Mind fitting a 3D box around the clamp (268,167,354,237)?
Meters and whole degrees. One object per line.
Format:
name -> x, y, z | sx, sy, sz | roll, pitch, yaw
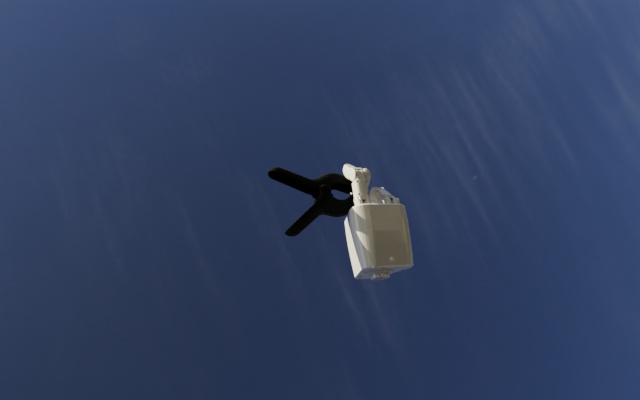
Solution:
clamp -> 0.000, 0.003, 0.797 | 0.171, 0.120, 0.039 | 1, -20, -22
